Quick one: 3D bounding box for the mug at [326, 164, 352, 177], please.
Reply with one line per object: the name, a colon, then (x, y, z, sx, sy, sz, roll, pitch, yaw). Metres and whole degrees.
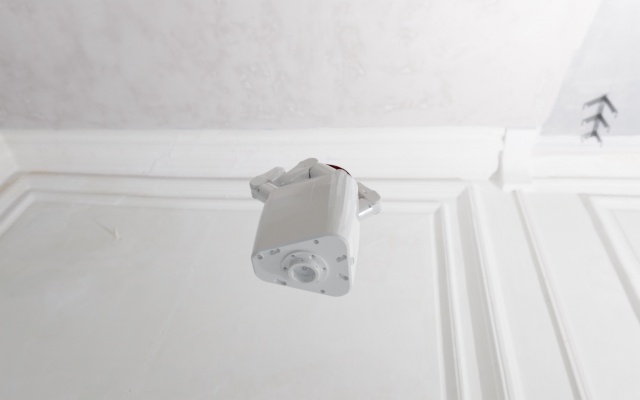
mug: (0.000, 0.001, 0.645, 0.093, 0.082, 0.117, 1, 36, 9)
